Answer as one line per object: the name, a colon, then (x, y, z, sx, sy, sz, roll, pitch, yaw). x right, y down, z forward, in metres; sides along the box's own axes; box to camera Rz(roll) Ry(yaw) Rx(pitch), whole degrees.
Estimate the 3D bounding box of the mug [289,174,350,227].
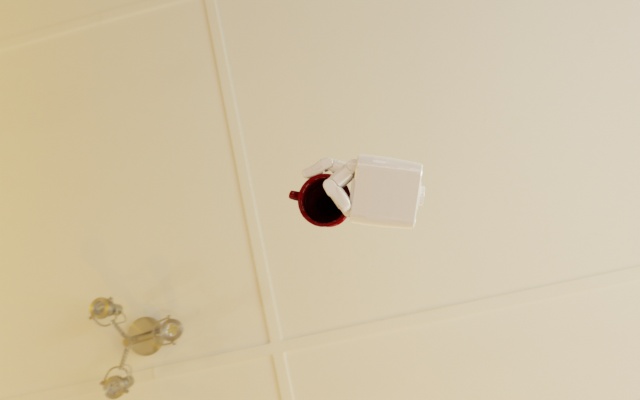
mug: (-0.001, 0.003, 0.863, 0.117, 0.093, 0.081, 9, -7, 9)
